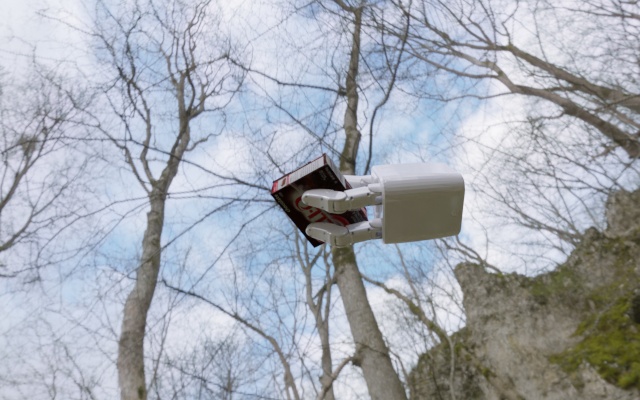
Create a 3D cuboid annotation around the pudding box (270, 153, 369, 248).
[{"bbox_3d":[0.000,0.002,0.652,0.090,0.113,0.039,-28,28,17],"label":"pudding box"}]
